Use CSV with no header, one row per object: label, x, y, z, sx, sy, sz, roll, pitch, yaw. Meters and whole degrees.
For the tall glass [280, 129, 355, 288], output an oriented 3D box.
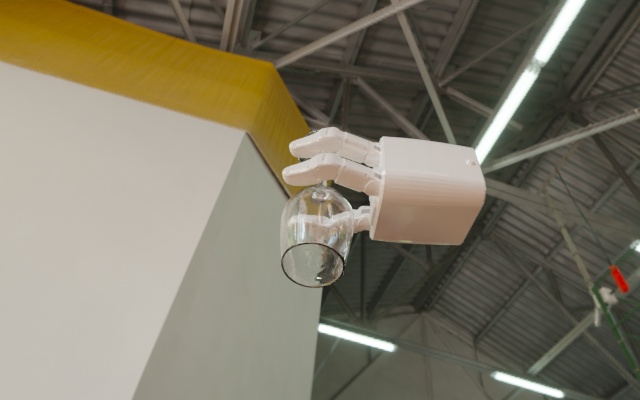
tall glass,0.000,0.001,0.532,0.079,0.079,0.201,0,38,6
